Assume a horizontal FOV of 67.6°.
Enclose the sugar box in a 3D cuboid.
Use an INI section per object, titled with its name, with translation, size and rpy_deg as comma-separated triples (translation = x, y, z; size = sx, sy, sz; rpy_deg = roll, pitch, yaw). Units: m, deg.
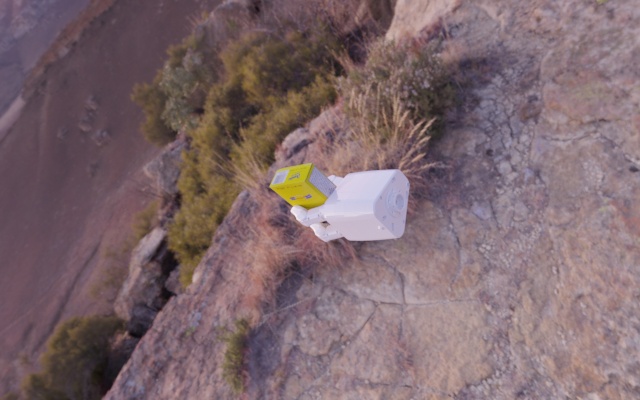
[sugar box]
translation = 0.000, 0.003, 0.876
size = 0.093, 0.048, 0.176
rpy_deg = -7, -39, 43
